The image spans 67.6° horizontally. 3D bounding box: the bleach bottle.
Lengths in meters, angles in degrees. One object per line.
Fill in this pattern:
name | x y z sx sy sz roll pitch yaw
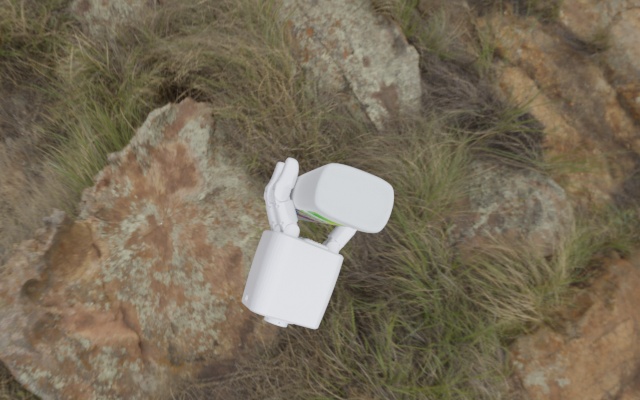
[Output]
bleach bottle | 0.000 0.002 0.670 0.102 0.068 0.251 21 -9 -16
